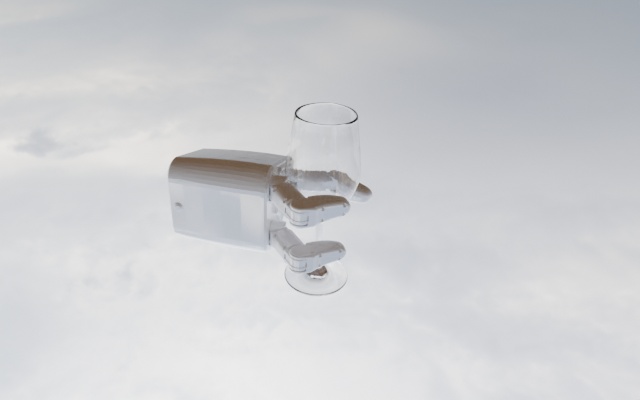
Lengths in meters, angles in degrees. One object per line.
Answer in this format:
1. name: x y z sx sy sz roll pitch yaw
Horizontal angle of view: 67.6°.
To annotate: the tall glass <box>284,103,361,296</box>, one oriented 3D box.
1. tall glass: 0.000 0.002 0.509 0.079 0.201 0.079 3 31 -2
